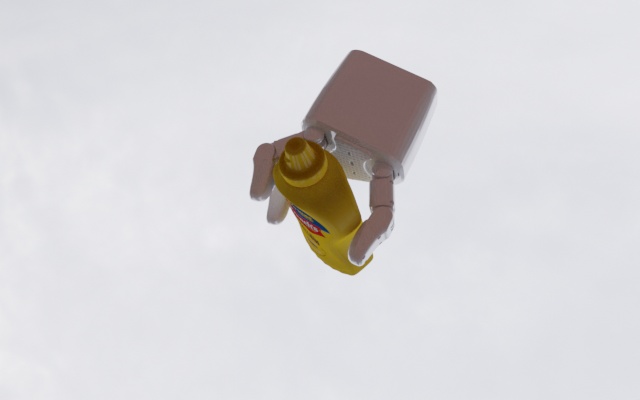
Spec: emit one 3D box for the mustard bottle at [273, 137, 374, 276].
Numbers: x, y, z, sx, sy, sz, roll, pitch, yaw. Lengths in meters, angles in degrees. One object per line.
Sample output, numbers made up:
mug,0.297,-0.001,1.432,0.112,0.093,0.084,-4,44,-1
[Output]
mustard bottle,0.000,0.002,0.462,0.058,0.096,0.192,-39,-30,-10
